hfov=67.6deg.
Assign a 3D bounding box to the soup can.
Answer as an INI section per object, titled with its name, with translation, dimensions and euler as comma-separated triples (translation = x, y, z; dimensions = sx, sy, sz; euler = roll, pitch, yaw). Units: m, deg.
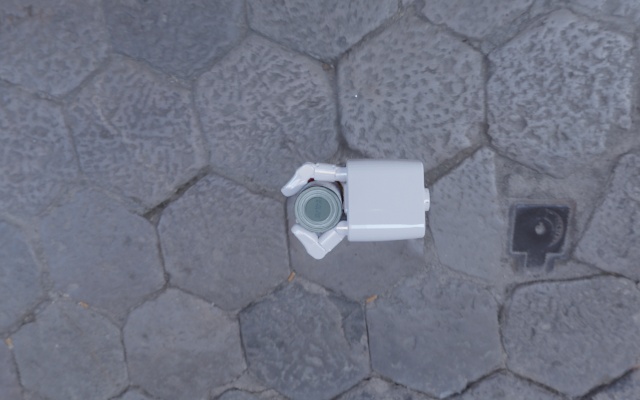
[soup can]
translation = 0.000, 0.002, 0.694
dimensions = 0.068, 0.068, 0.102
euler = 0, 12, 4
